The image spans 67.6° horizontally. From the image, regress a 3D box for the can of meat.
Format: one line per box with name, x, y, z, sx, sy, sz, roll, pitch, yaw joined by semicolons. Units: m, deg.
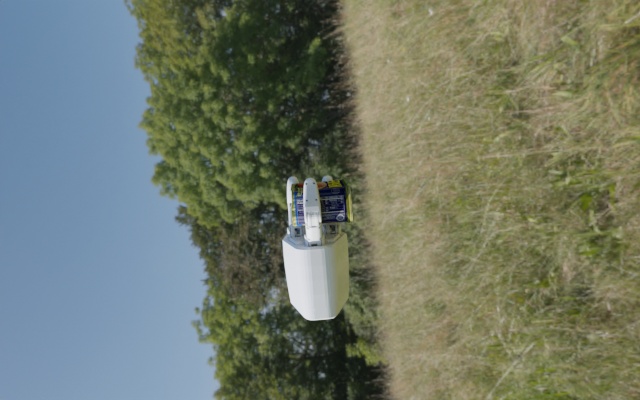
can of meat;0.000;0.002;0.699;0.084;0.057;0.102;-5;10;-1
